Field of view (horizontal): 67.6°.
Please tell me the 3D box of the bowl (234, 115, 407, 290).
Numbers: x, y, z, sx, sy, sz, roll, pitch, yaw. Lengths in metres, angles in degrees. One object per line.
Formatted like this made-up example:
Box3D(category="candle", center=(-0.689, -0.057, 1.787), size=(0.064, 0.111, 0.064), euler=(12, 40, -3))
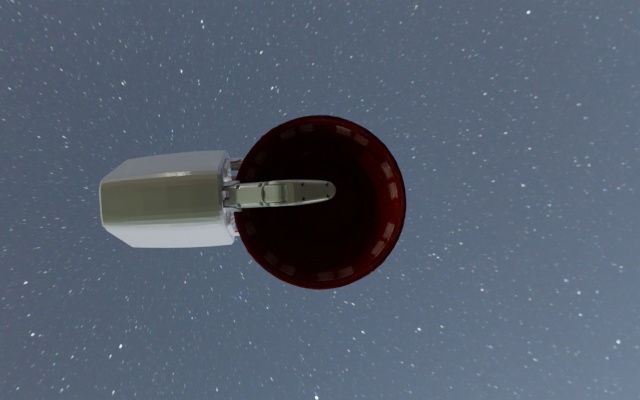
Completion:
Box3D(category="bowl", center=(0.001, 0.002, 0.465), size=(0.162, 0.162, 0.055), euler=(0, 1, 5))
